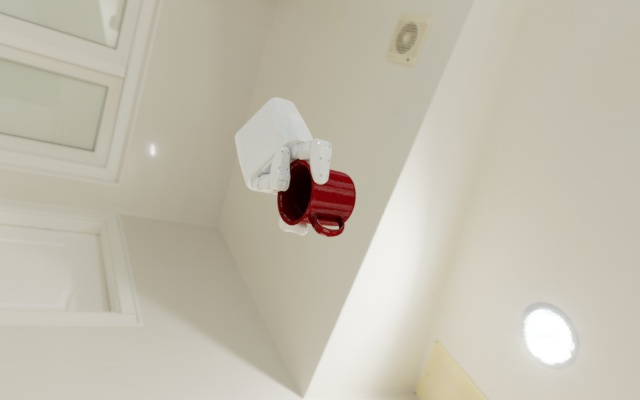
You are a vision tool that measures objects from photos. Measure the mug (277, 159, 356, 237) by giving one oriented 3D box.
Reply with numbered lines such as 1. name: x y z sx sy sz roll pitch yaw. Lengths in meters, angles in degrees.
1. mug: 0.001 0.003 0.674 0.081 0.117 0.093 9 -48 -35
